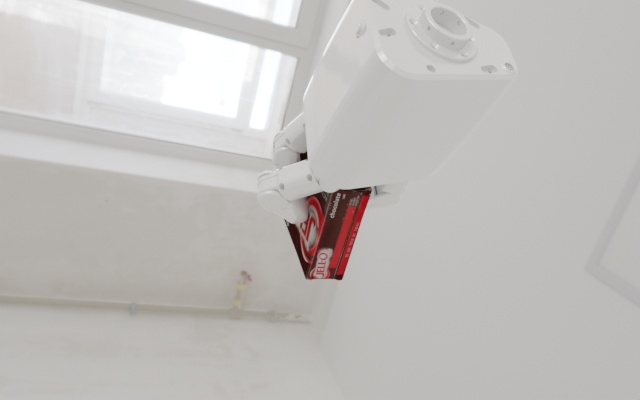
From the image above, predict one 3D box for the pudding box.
[{"bbox_3d":[0.000,0.001,0.420,0.039,0.090,0.113,7,27,-19],"label":"pudding box"}]
